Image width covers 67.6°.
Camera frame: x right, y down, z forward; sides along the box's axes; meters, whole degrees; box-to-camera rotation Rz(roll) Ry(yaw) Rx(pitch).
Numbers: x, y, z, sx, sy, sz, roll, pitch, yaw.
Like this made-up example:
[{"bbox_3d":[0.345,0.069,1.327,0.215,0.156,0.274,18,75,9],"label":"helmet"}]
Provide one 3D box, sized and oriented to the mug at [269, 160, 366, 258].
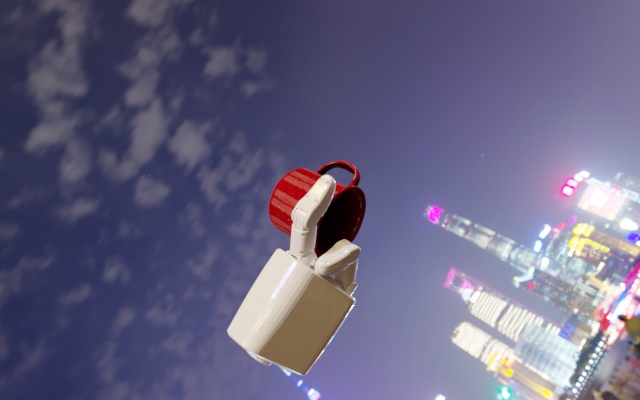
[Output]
[{"bbox_3d":[0.001,0.001,0.564,0.081,0.117,0.093,27,-11,33],"label":"mug"}]
